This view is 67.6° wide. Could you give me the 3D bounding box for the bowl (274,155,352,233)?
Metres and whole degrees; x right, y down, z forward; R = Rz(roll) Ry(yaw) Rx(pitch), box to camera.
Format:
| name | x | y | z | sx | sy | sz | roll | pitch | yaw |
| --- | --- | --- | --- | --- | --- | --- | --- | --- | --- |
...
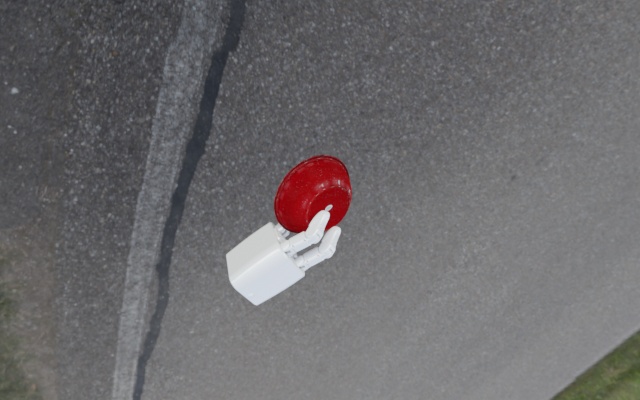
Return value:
| name | x | y | z | sx | sy | sz | roll | pitch | yaw |
| --- | --- | --- | --- | --- | --- | --- | --- | --- | --- |
| bowl | 0.001 | 0.002 | 0.853 | 0.162 | 0.162 | 0.055 | 0 | 28 | -37 |
